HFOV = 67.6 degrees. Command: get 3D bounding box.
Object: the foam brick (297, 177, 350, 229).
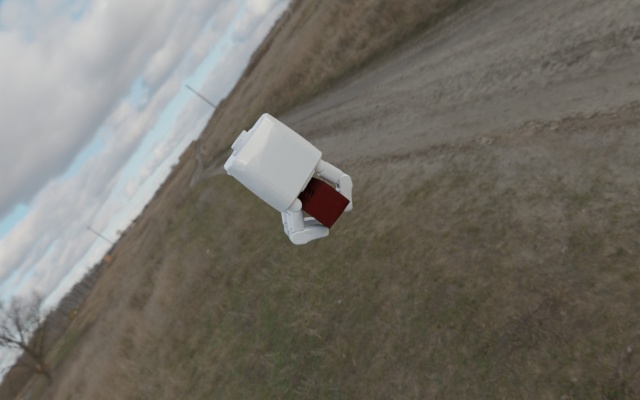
[{"bbox_3d":[0.000,0.002,0.725,0.051,0.053,0.078,37,-3,-16],"label":"foam brick"}]
